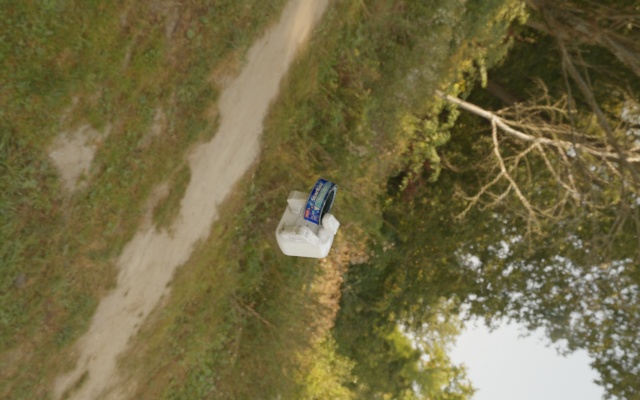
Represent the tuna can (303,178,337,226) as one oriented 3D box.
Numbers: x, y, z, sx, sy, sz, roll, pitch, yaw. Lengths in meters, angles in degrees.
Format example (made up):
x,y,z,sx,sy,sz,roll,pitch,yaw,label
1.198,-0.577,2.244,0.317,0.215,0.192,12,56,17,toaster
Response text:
x,y,z,sx,sy,sz,roll,pitch,yaw,label
0.001,0.003,0.893,0.034,0.086,0.086,22,5,12,tuna can
